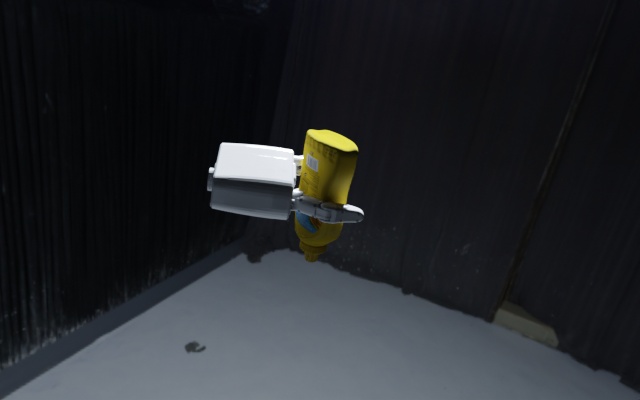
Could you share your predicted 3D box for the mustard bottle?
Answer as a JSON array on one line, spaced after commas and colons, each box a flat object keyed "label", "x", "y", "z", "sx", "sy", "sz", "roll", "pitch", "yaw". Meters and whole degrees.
[{"label": "mustard bottle", "x": 0.000, "y": 0.002, "z": 0.684, "sx": 0.058, "sy": 0.192, "sz": 0.096, "roll": -4, "pitch": 26, "yaw": -31}]
